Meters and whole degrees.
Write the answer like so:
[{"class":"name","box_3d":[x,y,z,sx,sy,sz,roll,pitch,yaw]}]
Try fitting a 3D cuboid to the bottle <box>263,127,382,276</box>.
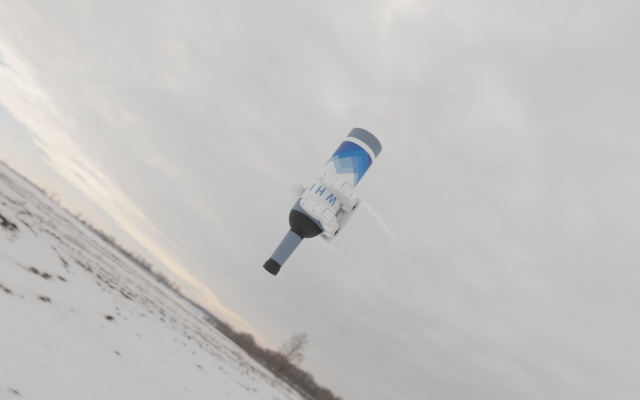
[{"class":"bottle","box_3d":[0.000,0.002,0.819,0.069,0.295,0.069,33,-19,13]}]
